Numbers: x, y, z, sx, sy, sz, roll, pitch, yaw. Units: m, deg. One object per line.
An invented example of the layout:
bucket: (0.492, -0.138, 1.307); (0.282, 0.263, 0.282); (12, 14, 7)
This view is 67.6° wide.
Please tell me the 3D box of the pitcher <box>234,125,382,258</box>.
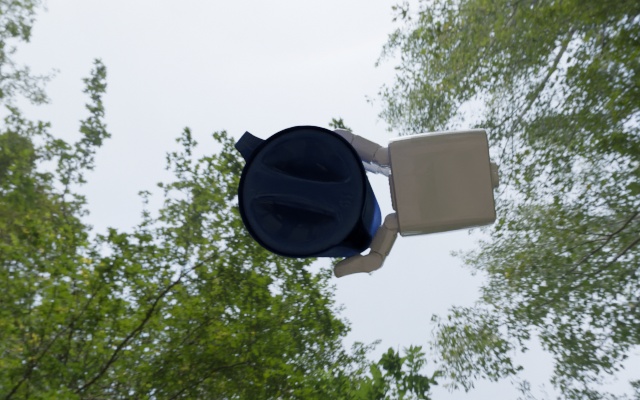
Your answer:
pitcher: (0.000, 0.002, 0.578); (0.145, 0.149, 0.243); (-8, -11, 12)
